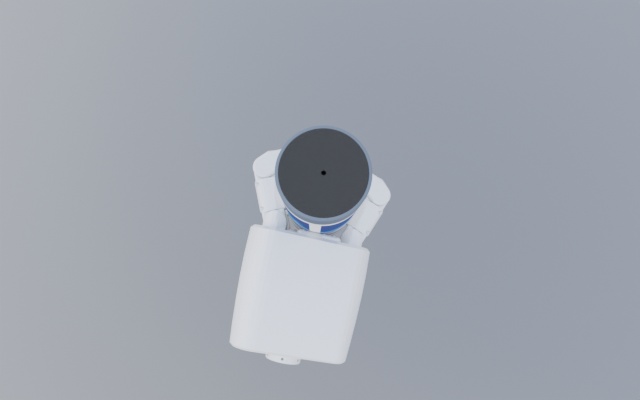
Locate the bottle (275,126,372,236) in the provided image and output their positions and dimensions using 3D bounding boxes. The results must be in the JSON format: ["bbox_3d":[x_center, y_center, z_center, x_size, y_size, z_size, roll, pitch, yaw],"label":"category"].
[{"bbox_3d":[0.000,0.001,0.467,0.069,0.069,0.296,0,-8,-1],"label":"bottle"}]
